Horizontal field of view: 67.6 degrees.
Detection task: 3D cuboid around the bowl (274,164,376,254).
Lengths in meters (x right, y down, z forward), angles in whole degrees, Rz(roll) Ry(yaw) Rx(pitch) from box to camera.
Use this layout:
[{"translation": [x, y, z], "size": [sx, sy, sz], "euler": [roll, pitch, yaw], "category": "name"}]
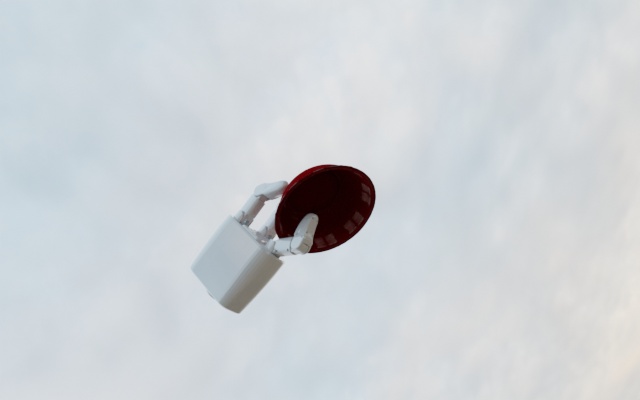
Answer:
[{"translation": [0.001, 0.001, 0.722], "size": [0.162, 0.162, 0.055], "euler": [0, 36, -27], "category": "bowl"}]
